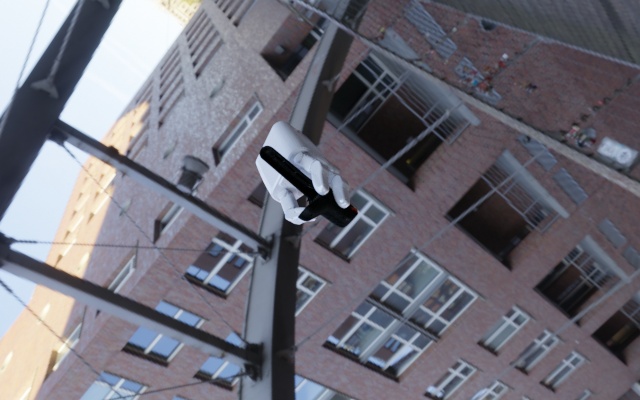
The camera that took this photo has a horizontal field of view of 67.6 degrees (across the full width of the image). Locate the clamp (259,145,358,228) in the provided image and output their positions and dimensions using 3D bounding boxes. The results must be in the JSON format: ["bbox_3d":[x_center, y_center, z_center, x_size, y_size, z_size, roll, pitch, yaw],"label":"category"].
[{"bbox_3d":[0.000,0.003,0.781,0.210,0.036,0.164,31,21,-42],"label":"clamp"}]
